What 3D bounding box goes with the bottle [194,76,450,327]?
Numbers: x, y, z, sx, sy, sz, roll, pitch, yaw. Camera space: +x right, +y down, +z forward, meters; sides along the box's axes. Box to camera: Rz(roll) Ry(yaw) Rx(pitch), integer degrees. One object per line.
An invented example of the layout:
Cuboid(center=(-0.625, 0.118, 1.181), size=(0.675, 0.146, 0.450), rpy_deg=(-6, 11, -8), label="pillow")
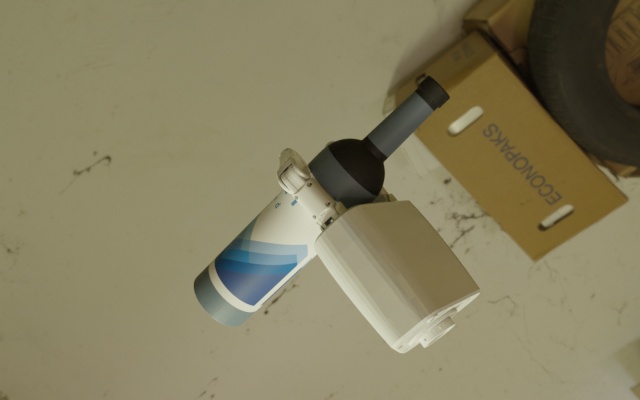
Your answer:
Cuboid(center=(0.000, 0.002, 0.447), size=(0.296, 0.069, 0.069), rpy_deg=(-44, -14, 15), label="bottle")
